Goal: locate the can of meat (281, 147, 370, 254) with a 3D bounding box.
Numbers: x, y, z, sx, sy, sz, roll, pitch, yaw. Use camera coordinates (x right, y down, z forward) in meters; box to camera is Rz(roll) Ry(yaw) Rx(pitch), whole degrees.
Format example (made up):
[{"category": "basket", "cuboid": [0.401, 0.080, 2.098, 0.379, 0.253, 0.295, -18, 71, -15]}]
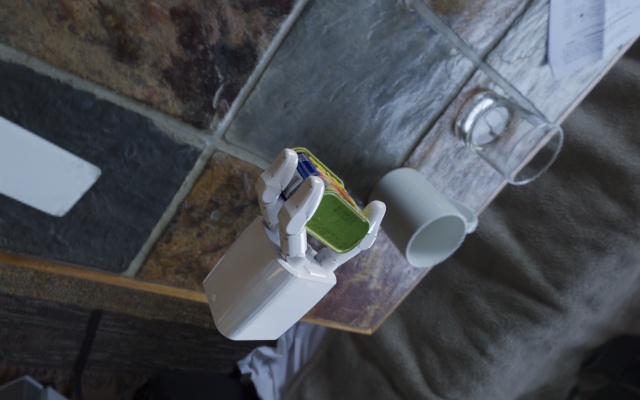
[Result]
[{"category": "can of meat", "cuboid": [0.000, 0.002, 0.523, 0.102, 0.057, 0.084, 39, 11, -41]}]
